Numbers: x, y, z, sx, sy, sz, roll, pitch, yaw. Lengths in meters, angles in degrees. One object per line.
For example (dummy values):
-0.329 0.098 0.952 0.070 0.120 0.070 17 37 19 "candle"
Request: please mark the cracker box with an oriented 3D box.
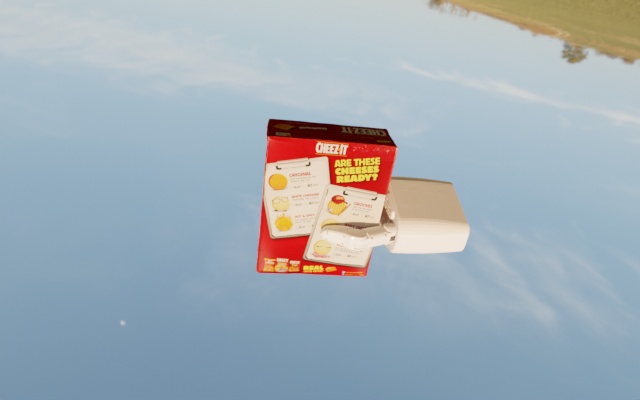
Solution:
0.000 0.002 0.660 0.164 0.214 0.072 4 31 -9 "cracker box"
